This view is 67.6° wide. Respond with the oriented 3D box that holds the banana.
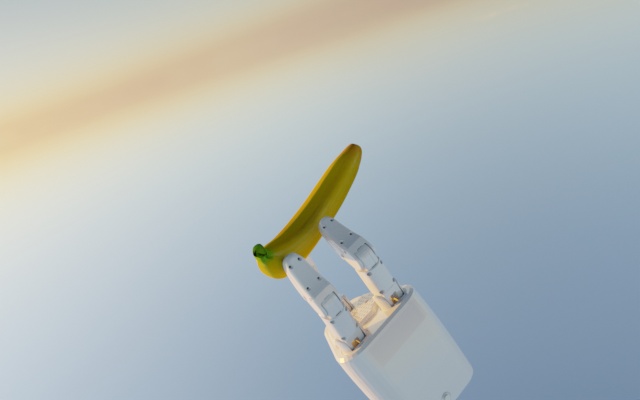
[{"bbox_3d":[-0.008,0.015,0.466,0.037,0.070,0.197,33,44,5],"label":"banana"}]
